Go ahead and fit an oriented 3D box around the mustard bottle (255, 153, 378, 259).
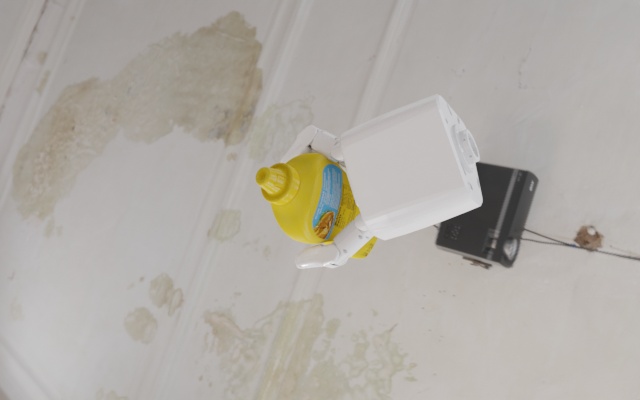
[{"bbox_3d":[0.000,0.002,0.521,0.058,0.096,0.192,6,-11,37],"label":"mustard bottle"}]
